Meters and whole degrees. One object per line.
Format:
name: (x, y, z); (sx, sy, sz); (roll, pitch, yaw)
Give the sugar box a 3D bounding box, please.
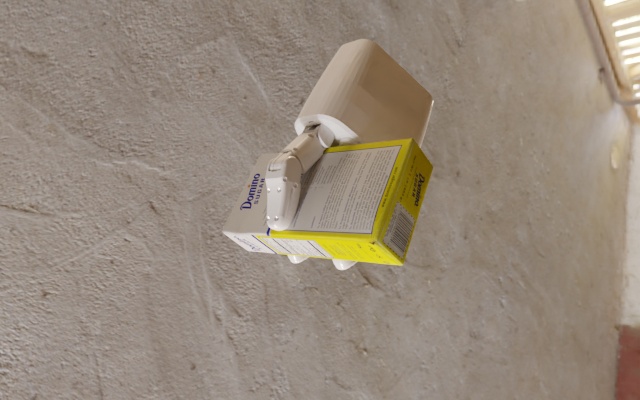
sugar box: (0.001, 0.002, 0.414); (0.176, 0.093, 0.048); (-2, -34, 44)
